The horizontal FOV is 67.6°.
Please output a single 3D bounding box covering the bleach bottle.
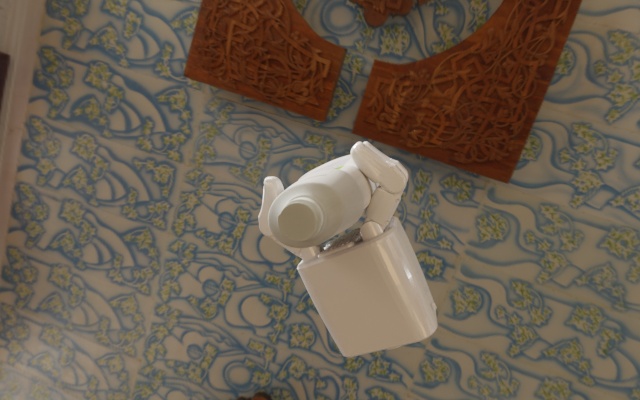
[{"bbox_3d":[0.000,0.001,0.460,0.102,0.068,0.251,-25,2,14],"label":"bleach bottle"}]
